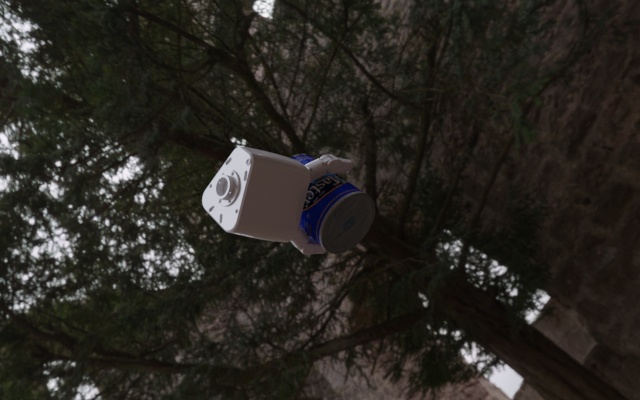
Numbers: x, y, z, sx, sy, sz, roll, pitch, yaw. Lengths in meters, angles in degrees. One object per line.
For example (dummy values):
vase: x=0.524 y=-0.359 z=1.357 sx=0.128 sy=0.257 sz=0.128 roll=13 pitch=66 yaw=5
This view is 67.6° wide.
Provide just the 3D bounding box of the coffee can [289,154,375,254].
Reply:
coffee can: x=0.000 y=0.002 z=0.737 sx=0.103 sy=0.103 sz=0.140 roll=0 pitch=28 yaw=-43
